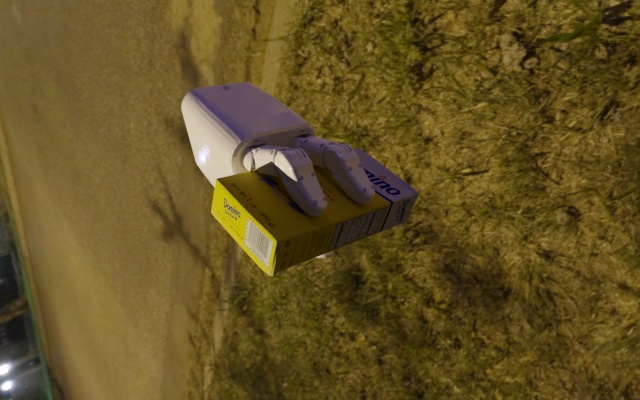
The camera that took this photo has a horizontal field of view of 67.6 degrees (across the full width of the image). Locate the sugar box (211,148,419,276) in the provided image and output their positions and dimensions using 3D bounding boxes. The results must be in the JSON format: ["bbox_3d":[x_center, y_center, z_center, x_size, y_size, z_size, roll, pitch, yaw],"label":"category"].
[{"bbox_3d":[0.000,0.001,0.445,0.176,0.048,0.093,-20,48,-38],"label":"sugar box"}]
